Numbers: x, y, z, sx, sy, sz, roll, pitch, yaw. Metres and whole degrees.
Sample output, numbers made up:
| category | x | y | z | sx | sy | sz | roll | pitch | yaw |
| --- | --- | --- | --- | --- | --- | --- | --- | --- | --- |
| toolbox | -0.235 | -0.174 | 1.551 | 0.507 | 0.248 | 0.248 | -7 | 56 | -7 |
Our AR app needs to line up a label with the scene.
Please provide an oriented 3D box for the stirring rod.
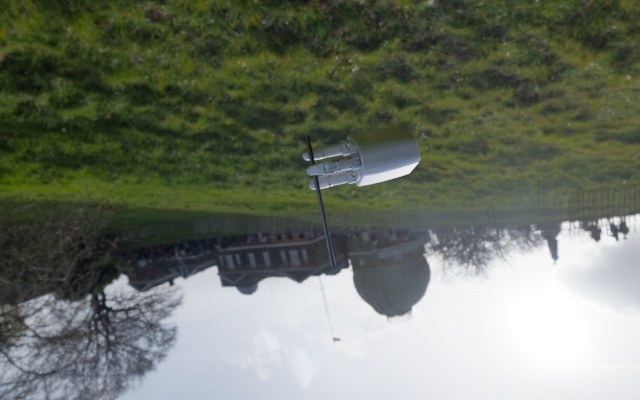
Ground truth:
| category | x | y | z | sx | sy | sz | roll | pitch | yaw |
| --- | --- | --- | --- | --- | --- | --- | --- | --- | --- |
| stirring rod | 0.000 | 0.003 | 0.864 | 0.011 | 0.239 | 0.011 | -11 | 6 | 1 |
